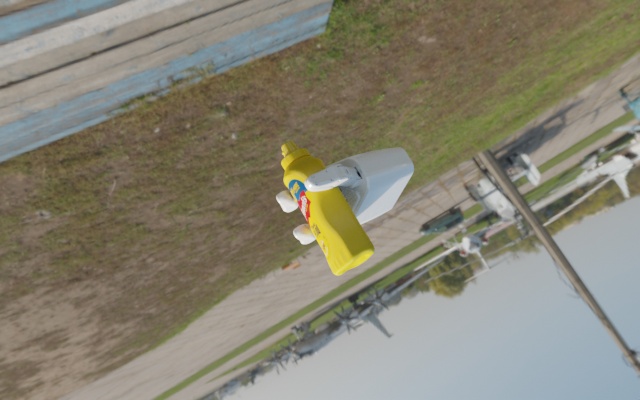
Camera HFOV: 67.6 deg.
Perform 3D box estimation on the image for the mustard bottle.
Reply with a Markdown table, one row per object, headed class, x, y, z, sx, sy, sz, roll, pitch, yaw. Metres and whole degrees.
| class | x | y | z | sx | sy | sz | roll | pitch | yaw |
| --- | --- | --- | --- | --- | --- | --- | --- | --- | --- |
| mustard bottle | 0.000 | 0.002 | 0.641 | 0.058 | 0.191 | 0.096 | -26 | -14 | -15 |
